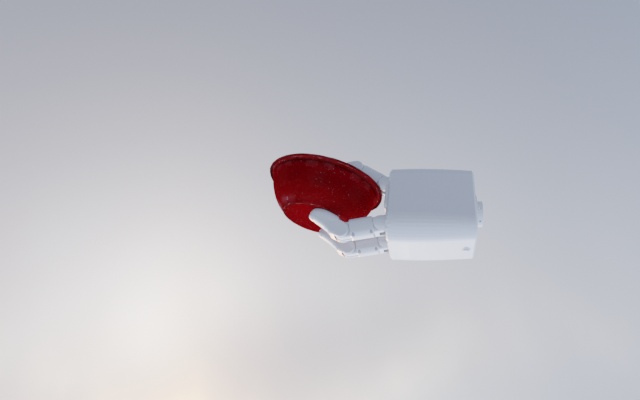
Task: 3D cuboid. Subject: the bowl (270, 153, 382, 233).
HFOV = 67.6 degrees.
[{"bbox_3d":[-0.001,0.003,0.655,0.162,0.055,0.162,14,-25,7],"label":"bowl"}]
